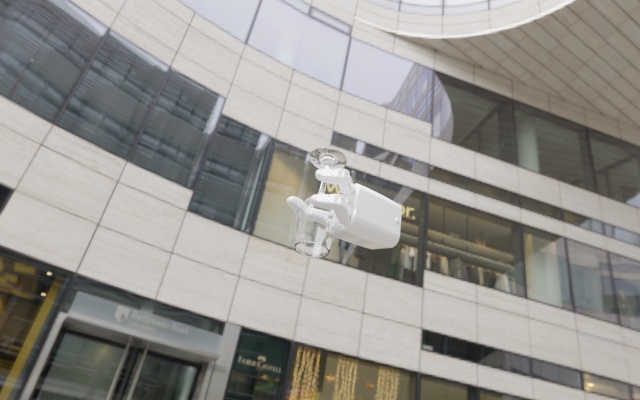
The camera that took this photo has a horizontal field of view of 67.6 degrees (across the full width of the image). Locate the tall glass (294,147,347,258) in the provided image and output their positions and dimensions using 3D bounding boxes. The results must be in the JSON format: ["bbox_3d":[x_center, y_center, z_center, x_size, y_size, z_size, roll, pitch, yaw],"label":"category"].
[{"bbox_3d":[0.000,0.002,0.880,0.079,0.201,0.079,8,-31,5],"label":"tall glass"}]
